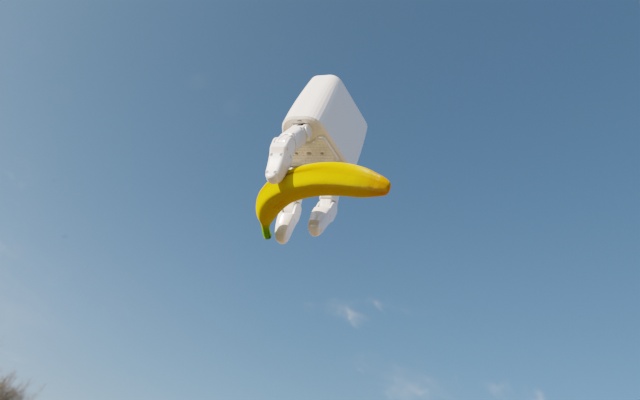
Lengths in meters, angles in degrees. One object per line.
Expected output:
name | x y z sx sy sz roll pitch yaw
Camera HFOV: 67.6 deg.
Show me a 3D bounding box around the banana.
banana | -0.014 -0.010 0.553 0.198 0.070 0.037 -21 31 38
